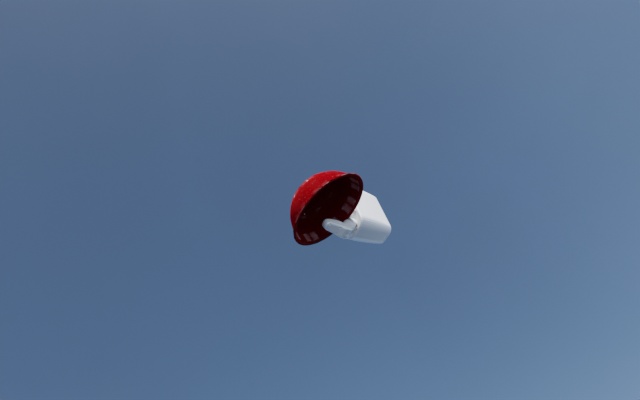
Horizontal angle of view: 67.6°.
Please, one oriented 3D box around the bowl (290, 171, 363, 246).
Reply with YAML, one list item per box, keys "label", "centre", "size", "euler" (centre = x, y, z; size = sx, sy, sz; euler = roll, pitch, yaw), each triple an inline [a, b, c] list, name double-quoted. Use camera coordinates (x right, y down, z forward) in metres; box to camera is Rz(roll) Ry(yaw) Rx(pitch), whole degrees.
- label: "bowl"
  centre: [-0.001, 0.002, 0.855]
  size: [0.055, 0.162, 0.162]
  euler: [43, 24, 28]
